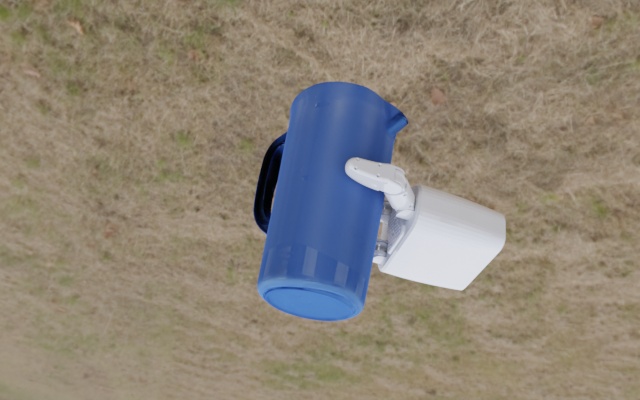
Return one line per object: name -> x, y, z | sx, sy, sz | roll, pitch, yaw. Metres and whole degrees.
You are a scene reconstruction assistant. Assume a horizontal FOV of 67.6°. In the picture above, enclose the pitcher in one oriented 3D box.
pitcher -> 0.000, 0.002, 0.531 | 0.145, 0.242, 0.149 | 17, -30, -9
